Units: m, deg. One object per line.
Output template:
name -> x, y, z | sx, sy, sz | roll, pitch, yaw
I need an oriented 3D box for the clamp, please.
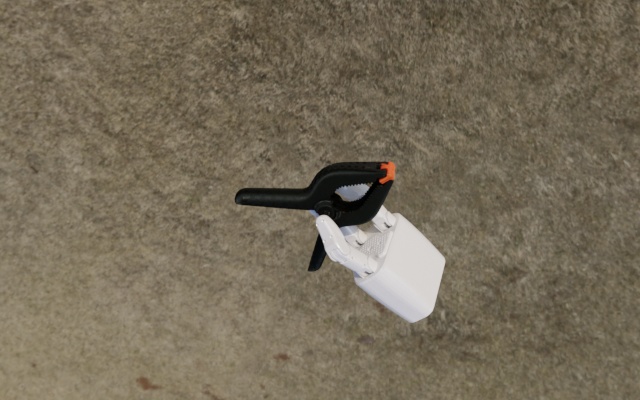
clamp -> 0.001, 0.002, 0.617 | 0.164, 0.036, 0.210 | 40, -54, -20
